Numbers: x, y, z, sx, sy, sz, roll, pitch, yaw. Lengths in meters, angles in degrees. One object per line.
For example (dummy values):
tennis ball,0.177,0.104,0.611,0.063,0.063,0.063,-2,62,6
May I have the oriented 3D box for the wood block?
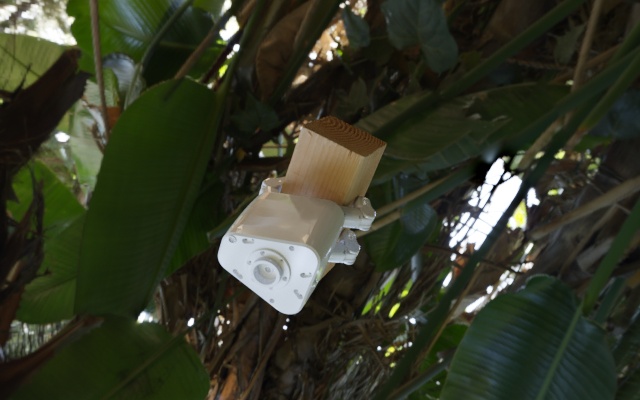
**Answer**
wood block,0.000,0.002,0.647,0.091,0.206,0.090,29,28,15
